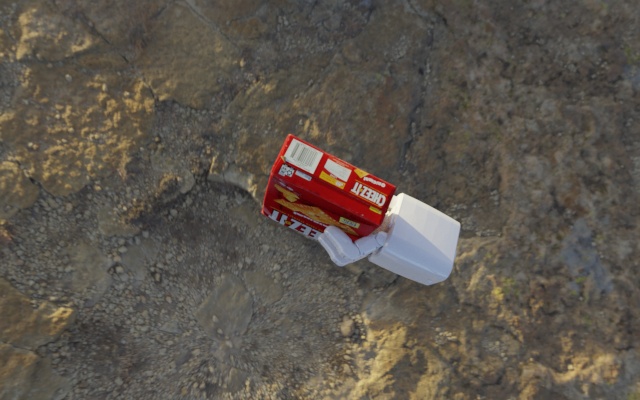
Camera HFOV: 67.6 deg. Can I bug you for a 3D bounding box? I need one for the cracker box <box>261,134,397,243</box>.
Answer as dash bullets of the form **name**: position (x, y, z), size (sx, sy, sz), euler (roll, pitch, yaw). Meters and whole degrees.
- **cracker box**: position (0.000, 0.002, 0.726), size (0.164, 0.072, 0.214), euler (26, -19, -2)
